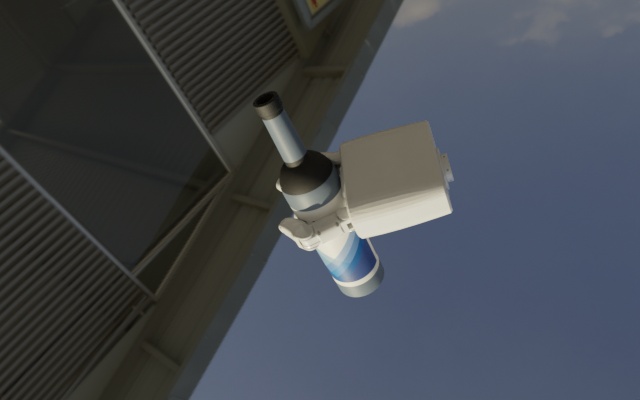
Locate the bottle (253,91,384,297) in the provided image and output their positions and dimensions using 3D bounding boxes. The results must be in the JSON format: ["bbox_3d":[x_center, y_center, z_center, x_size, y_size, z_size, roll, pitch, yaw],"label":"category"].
[{"bbox_3d":[0.000,0.002,0.564,0.069,0.069,0.296,0,-44,32],"label":"bottle"}]
